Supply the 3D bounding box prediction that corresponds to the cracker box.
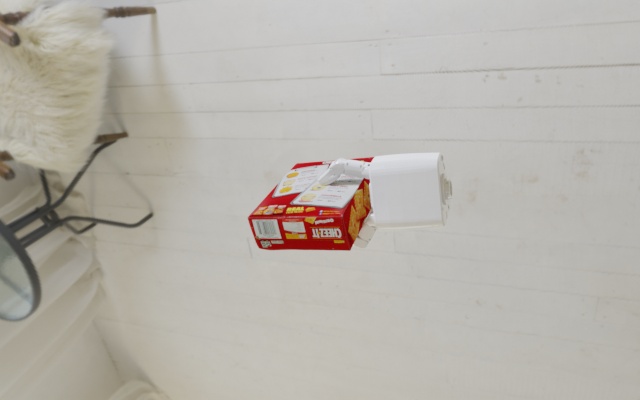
[{"bbox_3d":[0.000,0.003,0.817,0.164,0.072,0.213,-2,27,23],"label":"cracker box"}]
